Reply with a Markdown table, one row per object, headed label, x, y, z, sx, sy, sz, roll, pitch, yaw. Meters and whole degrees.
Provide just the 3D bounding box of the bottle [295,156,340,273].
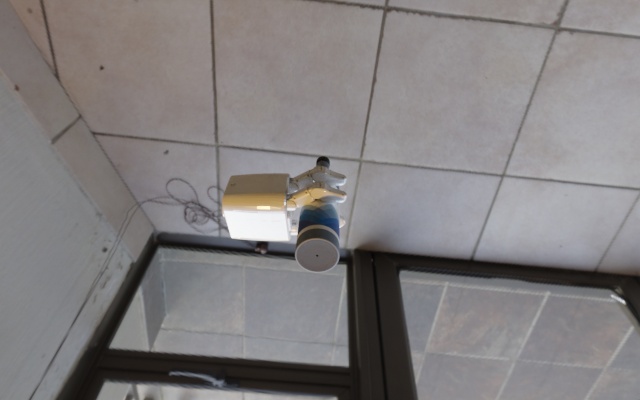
| label | x | y | z | sx | sy | sz | roll | pitch | yaw |
| --- | --- | --- | --- | --- | --- | --- | --- | --- | --- |
| bottle | 0.000 | 0.003 | 0.831 | 0.069 | 0.069 | 0.295 | 0 | 33 | 2 |
